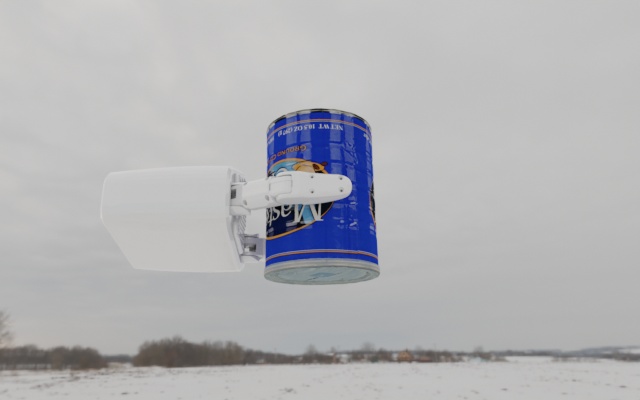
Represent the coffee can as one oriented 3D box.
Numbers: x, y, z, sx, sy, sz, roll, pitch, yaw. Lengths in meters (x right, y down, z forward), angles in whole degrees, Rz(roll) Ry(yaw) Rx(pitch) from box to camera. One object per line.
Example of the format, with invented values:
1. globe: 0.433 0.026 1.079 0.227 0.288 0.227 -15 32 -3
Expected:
1. coffee can: 0.000 0.002 0.443 0.103 0.140 0.103 -1 -18 0
